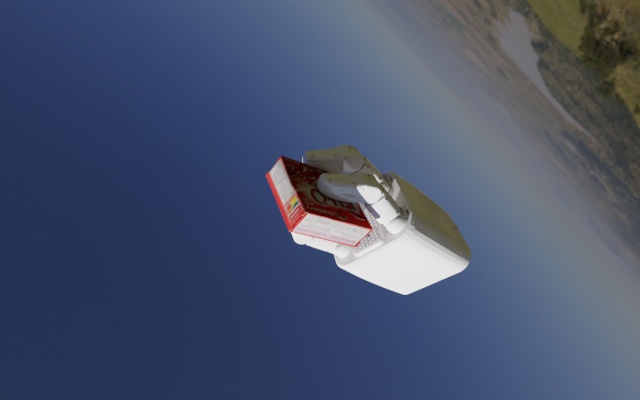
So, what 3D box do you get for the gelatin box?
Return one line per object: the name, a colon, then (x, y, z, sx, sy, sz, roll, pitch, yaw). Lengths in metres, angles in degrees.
gelatin box: (0.000, 0.002, 0.450, 0.089, 0.073, 0.030, 16, -54, -41)
